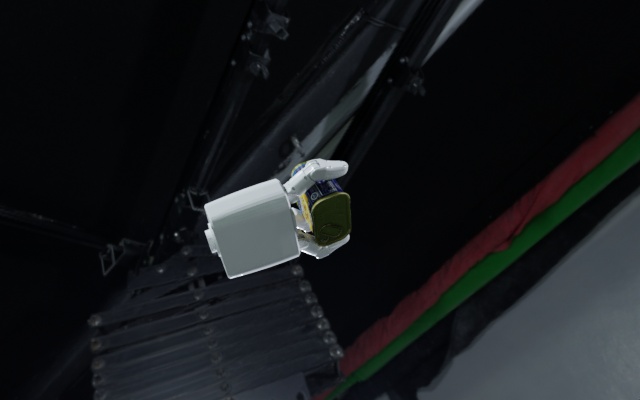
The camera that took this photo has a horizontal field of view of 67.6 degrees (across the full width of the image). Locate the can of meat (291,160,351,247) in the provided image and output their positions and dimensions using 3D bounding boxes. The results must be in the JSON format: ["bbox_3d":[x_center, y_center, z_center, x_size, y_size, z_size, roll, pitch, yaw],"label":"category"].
[{"bbox_3d":[0.000,0.002,0.693,0.057,0.084,0.102,-21,-40,-12],"label":"can of meat"}]
